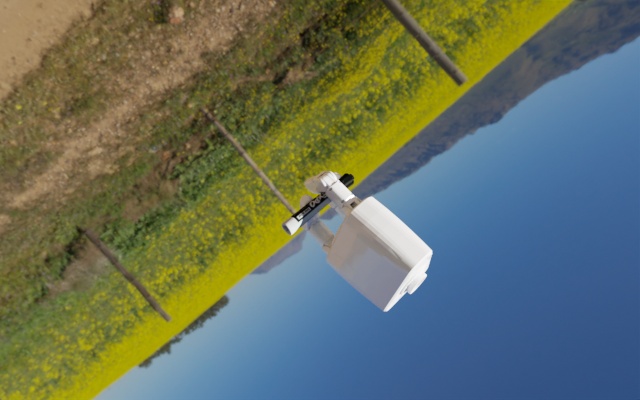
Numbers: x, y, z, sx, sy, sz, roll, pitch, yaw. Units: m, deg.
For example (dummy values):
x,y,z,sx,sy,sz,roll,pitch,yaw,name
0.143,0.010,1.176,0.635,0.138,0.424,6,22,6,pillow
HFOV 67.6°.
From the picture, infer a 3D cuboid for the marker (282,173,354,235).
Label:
x,y,z,sx,sy,sz,roll,pitch,yaw,name
0.000,0.002,0.624,0.121,0.020,0.020,-39,18,-24,marker
